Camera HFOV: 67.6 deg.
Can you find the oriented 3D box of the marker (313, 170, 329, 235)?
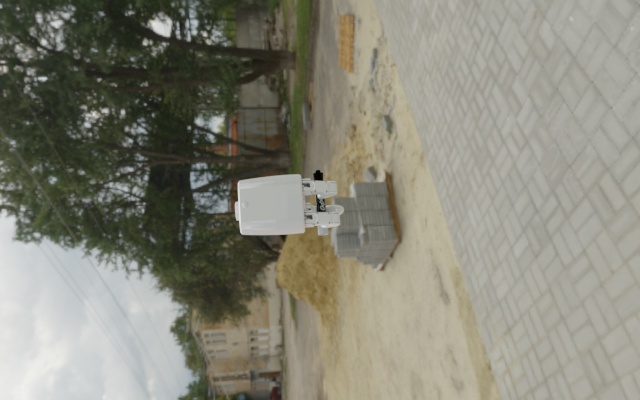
[{"bbox_3d":[0.000,0.003,0.873,0.020,0.121,0.020,-5,-13,-1],"label":"marker"}]
